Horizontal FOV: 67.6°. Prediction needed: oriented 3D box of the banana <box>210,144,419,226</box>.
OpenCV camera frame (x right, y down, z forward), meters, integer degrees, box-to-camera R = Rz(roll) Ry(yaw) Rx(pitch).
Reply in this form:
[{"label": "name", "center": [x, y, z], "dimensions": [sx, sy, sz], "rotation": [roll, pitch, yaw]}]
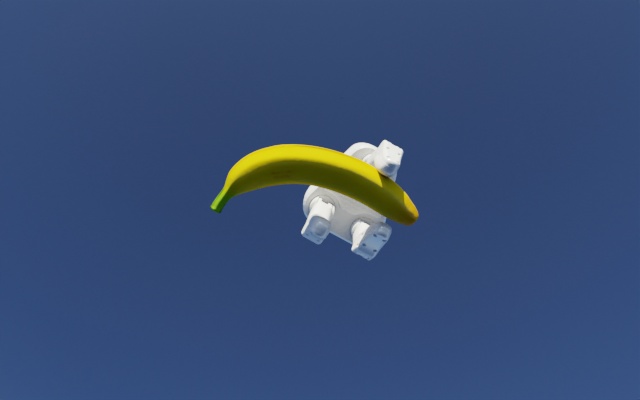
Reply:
[{"label": "banana", "center": [-0.002, -0.017, 0.457], "dimensions": [0.198, 0.069, 0.037], "rotation": [4, 8, -2]}]
